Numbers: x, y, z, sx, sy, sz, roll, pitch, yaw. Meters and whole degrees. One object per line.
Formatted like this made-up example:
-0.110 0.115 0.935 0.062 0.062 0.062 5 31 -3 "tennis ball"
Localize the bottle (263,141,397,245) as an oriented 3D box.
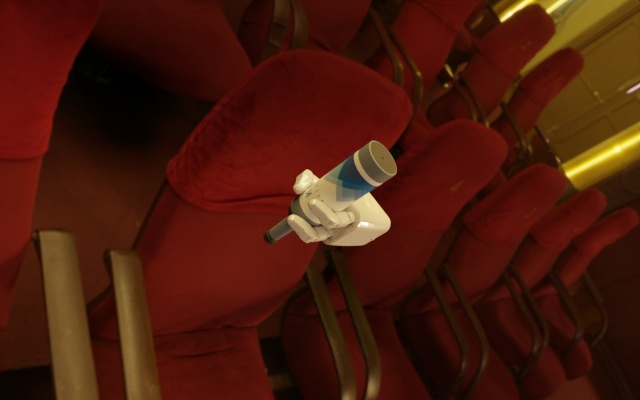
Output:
0.000 0.003 0.845 0.296 0.069 0.069 -35 -21 33 "bottle"
